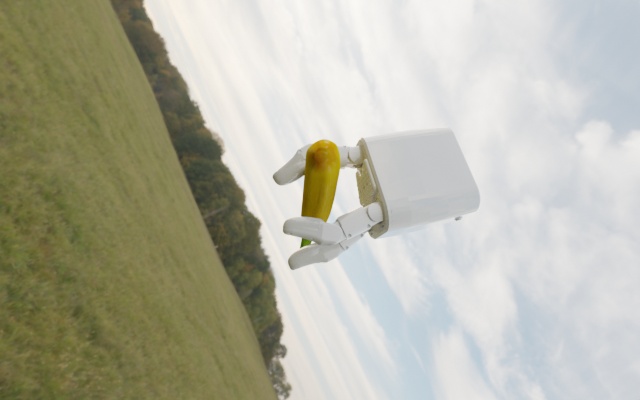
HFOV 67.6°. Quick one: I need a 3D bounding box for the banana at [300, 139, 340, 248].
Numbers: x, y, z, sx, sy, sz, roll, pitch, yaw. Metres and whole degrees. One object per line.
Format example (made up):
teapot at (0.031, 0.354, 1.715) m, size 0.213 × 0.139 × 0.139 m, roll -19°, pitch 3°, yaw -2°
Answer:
banana at (0.000, -0.012, 0.503) m, size 0.037 × 0.069 × 0.198 m, roll 3°, pitch -33°, yaw -3°
